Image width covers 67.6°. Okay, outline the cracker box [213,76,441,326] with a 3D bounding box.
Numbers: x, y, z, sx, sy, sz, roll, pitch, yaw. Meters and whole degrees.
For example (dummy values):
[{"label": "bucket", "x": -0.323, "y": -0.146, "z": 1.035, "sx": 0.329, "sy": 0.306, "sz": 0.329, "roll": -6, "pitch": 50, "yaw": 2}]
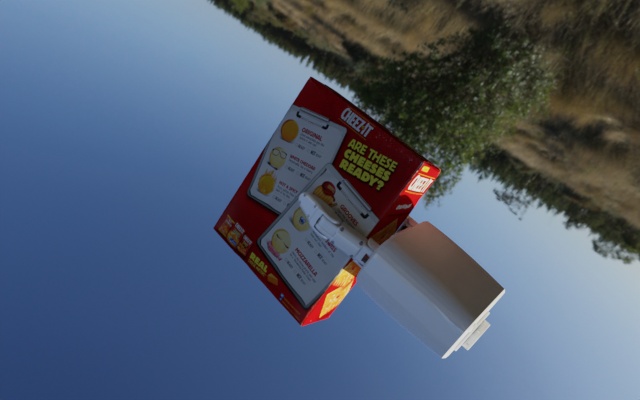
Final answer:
[{"label": "cracker box", "x": 0.000, "y": 0.002, "z": 0.529, "sx": 0.164, "sy": 0.214, "sz": 0.072, "roll": 43, "pitch": 17, "yaw": 25}]
